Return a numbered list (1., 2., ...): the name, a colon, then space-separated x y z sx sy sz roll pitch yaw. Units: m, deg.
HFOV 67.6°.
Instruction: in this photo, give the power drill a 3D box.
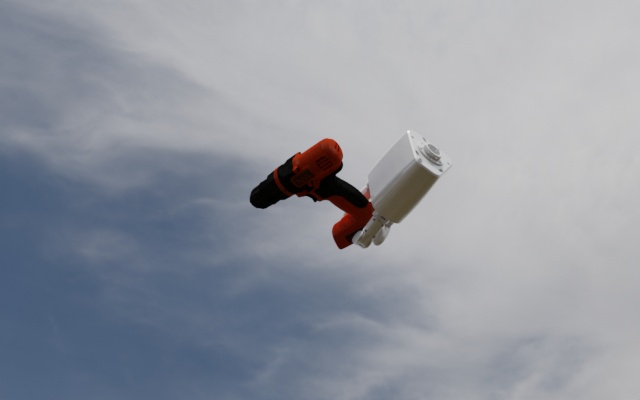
1. power drill: 0.001 0.003 0.792 0.184 0.057 0.188 -30 -56 29
